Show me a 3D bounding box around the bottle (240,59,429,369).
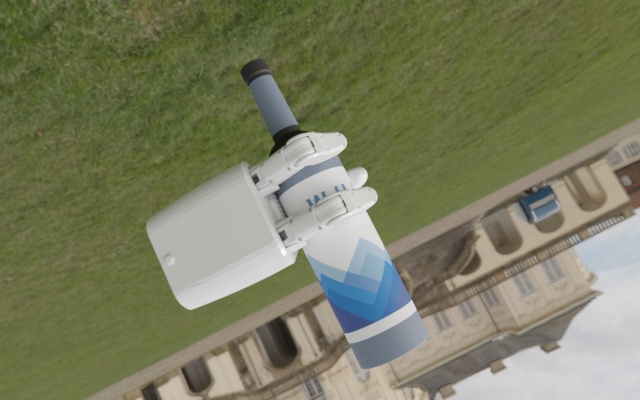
[{"bbox_3d":[0.000,0.002,0.439,0.069,0.295,0.069,-26,-8,-4],"label":"bottle"}]
